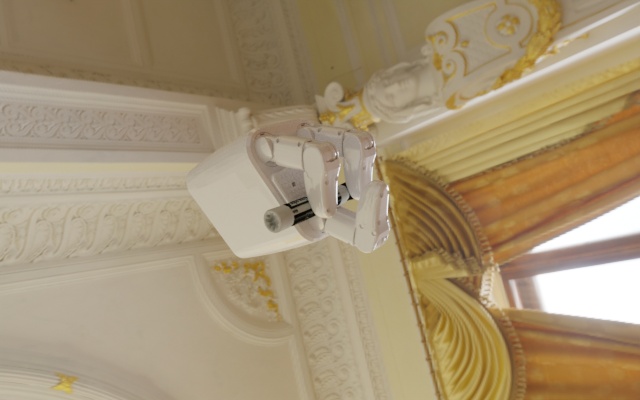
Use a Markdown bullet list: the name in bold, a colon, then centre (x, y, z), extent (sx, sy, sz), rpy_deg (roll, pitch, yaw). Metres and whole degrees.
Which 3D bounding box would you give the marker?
- **marker**: centre (0.000, 0.001, 0.405), extent (0.020, 0.020, 0.121), rpy_deg (0, 14, 39)
